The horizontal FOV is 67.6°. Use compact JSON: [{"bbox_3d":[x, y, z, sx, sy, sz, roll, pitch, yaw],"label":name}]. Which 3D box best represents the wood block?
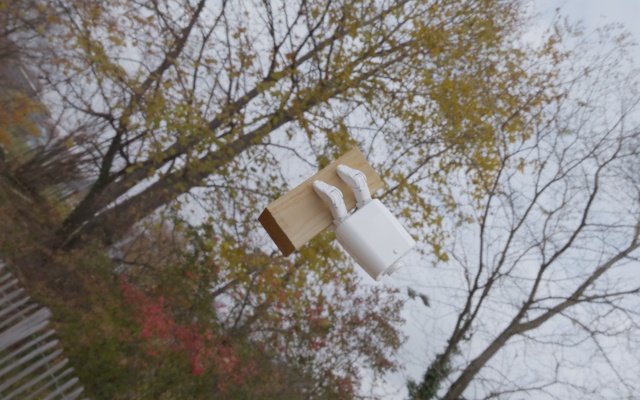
[{"bbox_3d":[0.000,0.003,0.862,0.206,0.090,0.091,-35,-4,-23],"label":"wood block"}]
